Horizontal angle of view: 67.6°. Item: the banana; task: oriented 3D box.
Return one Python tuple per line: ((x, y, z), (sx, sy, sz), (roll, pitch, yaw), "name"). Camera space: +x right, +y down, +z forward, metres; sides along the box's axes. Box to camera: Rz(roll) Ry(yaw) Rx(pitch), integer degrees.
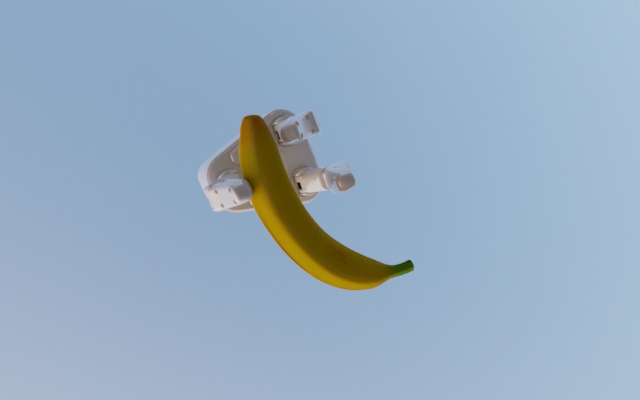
((-0.010, 0.018, 0.406), (0.198, 0.069, 0.037), (43, -10, -16), "banana")
